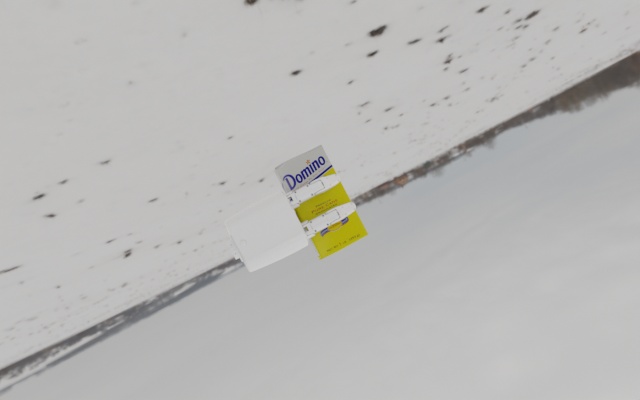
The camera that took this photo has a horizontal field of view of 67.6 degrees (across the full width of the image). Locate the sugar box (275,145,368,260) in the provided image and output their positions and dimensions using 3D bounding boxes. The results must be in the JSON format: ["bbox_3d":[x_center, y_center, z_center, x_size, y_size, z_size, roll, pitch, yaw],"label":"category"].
[{"bbox_3d":[0.000,0.003,0.823,0.093,0.176,0.048,-27,-2,-10],"label":"sugar box"}]
